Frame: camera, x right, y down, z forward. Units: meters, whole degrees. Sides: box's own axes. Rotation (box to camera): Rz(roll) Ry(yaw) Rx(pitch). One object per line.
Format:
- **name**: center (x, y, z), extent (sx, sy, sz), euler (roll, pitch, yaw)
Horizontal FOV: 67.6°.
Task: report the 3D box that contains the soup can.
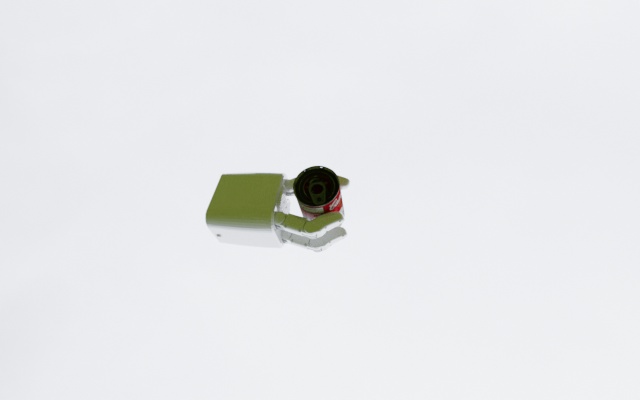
- **soup can**: center (0.001, 0.002, 0.726), extent (0.068, 0.068, 0.102), euler (0, -28, 8)
